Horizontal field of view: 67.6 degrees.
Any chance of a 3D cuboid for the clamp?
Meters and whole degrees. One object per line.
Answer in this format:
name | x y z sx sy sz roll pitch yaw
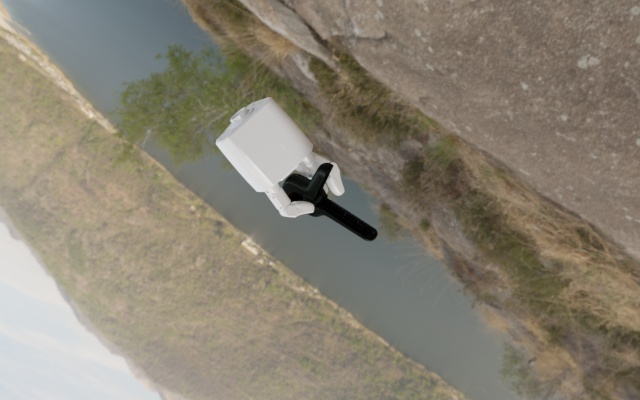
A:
clamp | -0.001 0.003 0.828 0.036 0.165 0.210 -48 25 -22
